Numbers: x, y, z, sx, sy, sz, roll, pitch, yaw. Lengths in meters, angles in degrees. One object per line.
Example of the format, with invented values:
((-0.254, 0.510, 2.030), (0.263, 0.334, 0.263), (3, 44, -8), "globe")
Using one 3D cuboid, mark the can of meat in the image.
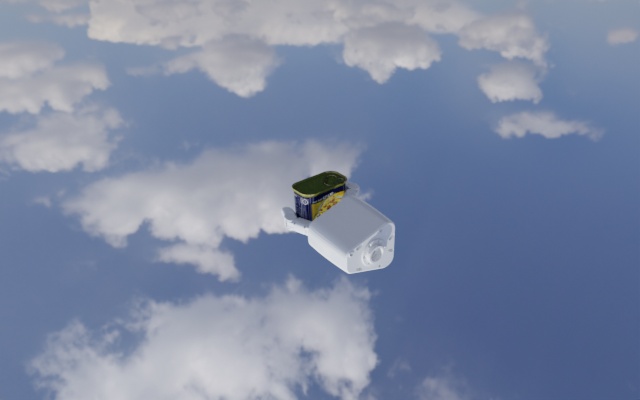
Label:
((0.000, 0.003, 0.880), (0.102, 0.084, 0.057), (-23, 35, -31), "can of meat")
